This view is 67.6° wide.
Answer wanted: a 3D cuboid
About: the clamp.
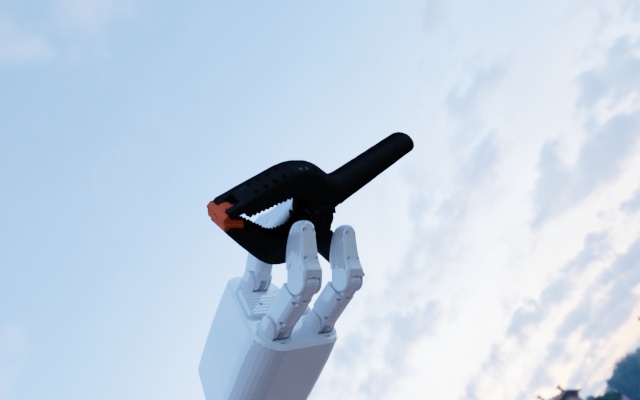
[{"bbox_3d":[-0.001,0.001,0.427,0.210,0.164,0.036,8,19,-47],"label":"clamp"}]
